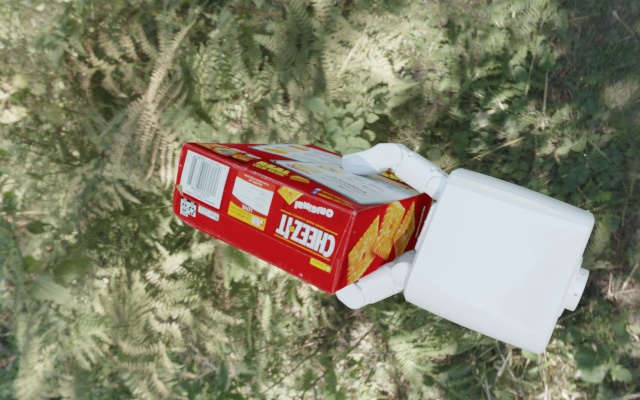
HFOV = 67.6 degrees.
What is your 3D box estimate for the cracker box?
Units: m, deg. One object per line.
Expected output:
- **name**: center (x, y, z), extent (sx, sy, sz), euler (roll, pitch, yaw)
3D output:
- **cracker box**: center (0.000, 0.001, 0.444), extent (0.164, 0.072, 0.213), euler (22, 15, 26)
